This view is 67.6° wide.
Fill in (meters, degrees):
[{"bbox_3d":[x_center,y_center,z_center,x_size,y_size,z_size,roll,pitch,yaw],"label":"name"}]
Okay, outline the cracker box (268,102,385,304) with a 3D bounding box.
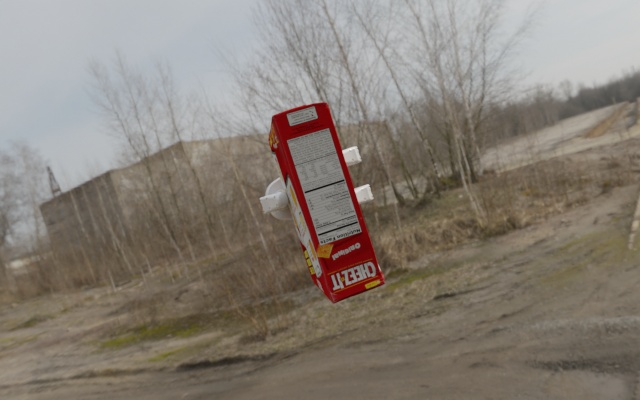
[{"bbox_3d":[0.000,0.002,0.588,0.072,0.213,0.164,-18,1,-8],"label":"cracker box"}]
